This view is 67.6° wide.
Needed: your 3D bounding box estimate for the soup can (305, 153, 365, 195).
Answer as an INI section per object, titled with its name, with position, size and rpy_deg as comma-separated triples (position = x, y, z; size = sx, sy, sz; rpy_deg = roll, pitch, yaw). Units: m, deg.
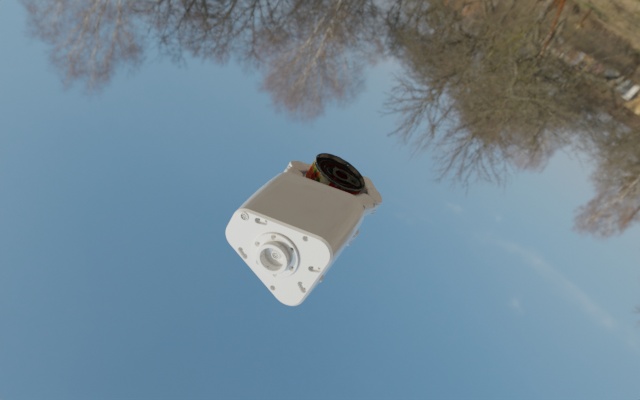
[soup can]
position = 0.000, 0.002, 0.592
size = 0.068, 0.102, 0.068
rpy_deg = 24, 30, -15
